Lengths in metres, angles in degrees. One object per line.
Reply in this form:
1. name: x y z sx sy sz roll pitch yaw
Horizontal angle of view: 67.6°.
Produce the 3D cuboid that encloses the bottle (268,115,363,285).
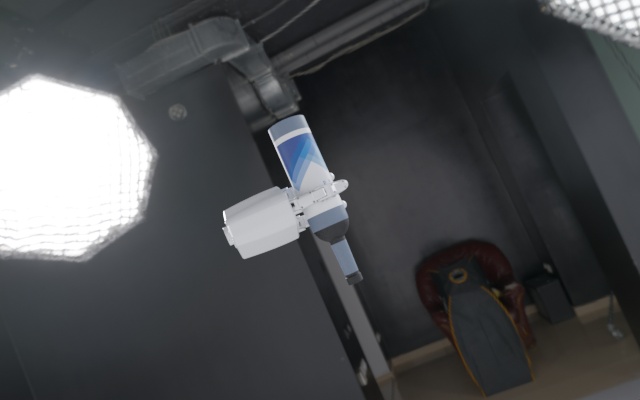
1. bottle: 0.000 0.002 0.809 0.069 0.295 0.069 -24 -4 -2
